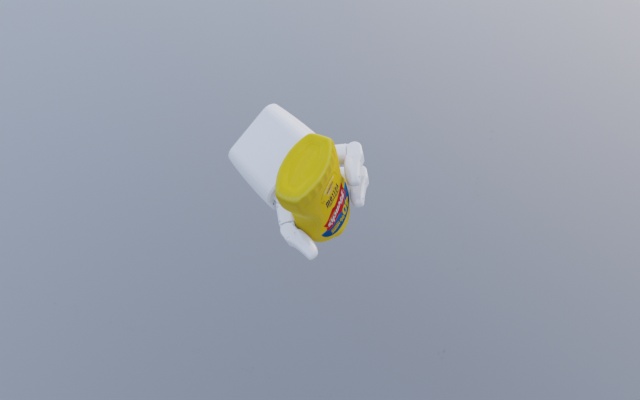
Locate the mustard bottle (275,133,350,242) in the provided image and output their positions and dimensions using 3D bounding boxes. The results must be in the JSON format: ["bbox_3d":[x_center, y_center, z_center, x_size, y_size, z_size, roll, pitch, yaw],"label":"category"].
[{"bbox_3d":[0.000,0.002,0.631,0.058,0.096,0.192,18,-22,21],"label":"mustard bottle"}]
